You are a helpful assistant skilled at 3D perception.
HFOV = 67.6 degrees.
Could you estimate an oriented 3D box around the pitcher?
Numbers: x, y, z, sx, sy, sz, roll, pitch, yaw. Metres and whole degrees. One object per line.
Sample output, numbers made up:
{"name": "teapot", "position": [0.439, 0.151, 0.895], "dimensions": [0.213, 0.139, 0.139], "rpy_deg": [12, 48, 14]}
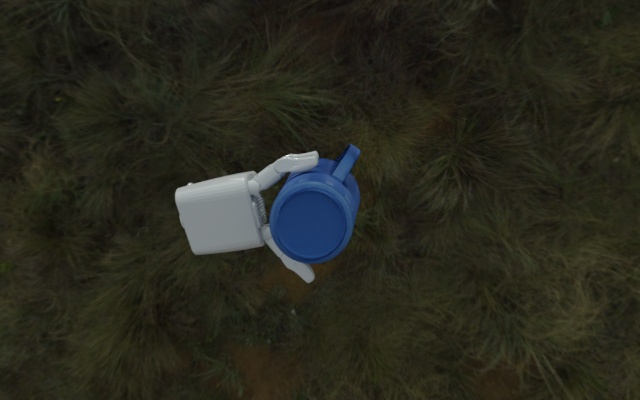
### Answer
{"name": "pitcher", "position": [0.000, 0.002, 0.711], "dimensions": [0.145, 0.149, 0.243], "rpy_deg": [-10, 8, 5]}
